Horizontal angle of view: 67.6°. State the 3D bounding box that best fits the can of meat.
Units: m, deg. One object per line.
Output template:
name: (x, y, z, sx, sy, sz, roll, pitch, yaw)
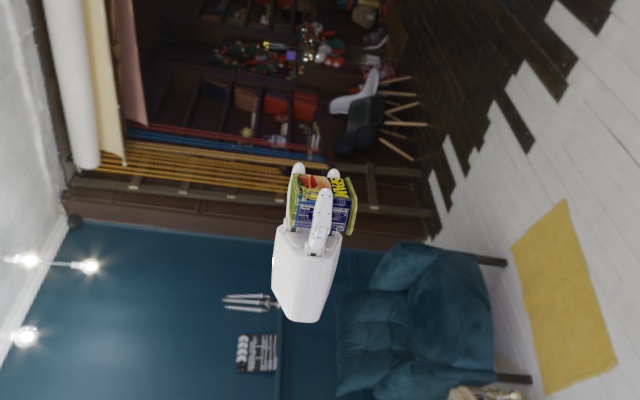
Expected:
can of meat: (0.000, 0.002, 0.670, 0.084, 0.057, 0.102, 6, 24, -8)
